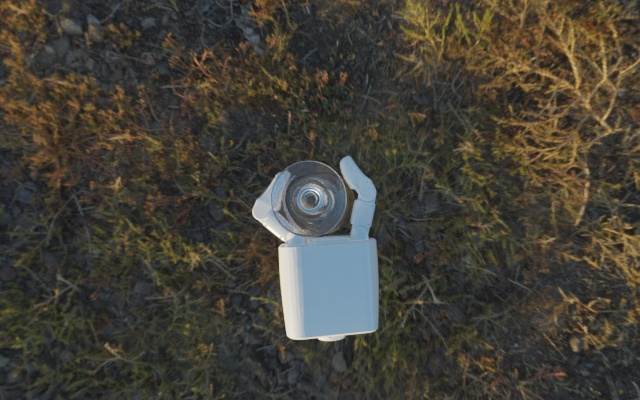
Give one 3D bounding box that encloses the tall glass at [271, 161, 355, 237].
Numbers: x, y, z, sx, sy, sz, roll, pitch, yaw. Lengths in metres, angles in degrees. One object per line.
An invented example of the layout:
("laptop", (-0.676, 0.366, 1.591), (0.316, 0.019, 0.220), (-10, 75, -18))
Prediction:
("tall glass", (0.000, 0.002, 0.558), (0.079, 0.079, 0.201), (0, -1, 7))
